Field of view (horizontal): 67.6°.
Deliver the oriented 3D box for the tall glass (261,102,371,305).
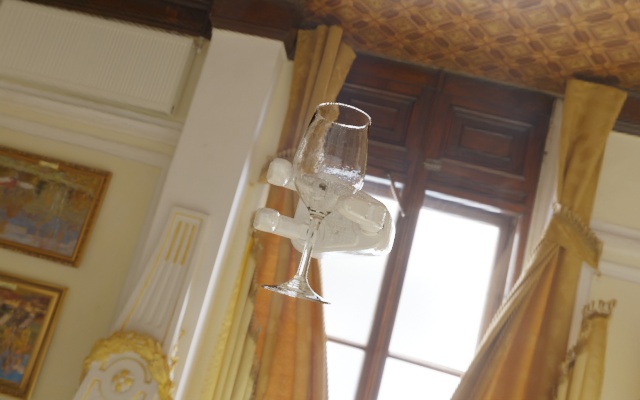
[{"bbox_3d":[0.000,0.002,0.501,0.079,0.201,0.079,14,-10,3],"label":"tall glass"}]
